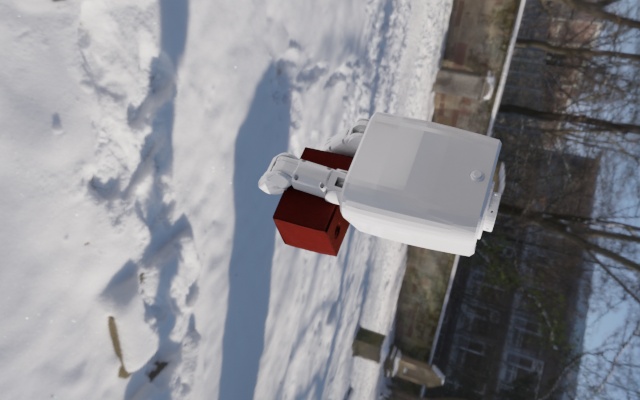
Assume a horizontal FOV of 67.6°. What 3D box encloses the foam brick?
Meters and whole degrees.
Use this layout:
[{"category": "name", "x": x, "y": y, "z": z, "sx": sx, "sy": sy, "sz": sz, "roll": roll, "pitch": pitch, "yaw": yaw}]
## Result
[{"category": "foam brick", "x": 0.000, "y": 0.002, "z": 0.423, "sx": 0.051, "sy": 0.078, "sz": 0.053, "roll": 15, "pitch": -25, "yaw": 18}]
